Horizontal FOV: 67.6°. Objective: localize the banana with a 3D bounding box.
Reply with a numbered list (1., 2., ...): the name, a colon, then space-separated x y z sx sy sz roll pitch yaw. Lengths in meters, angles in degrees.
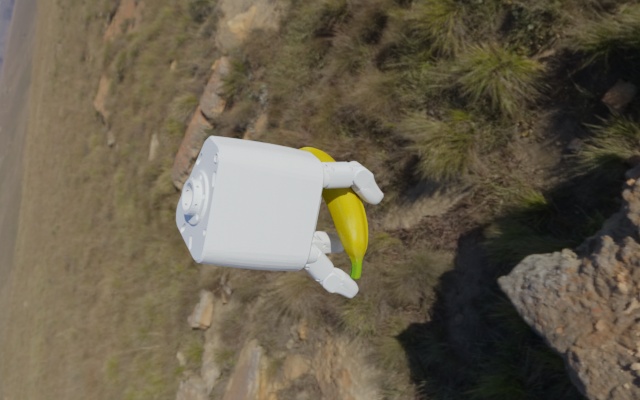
1. banana: 0.010 -0.008 0.550 0.037 0.197 0.070 5 -46 -34
